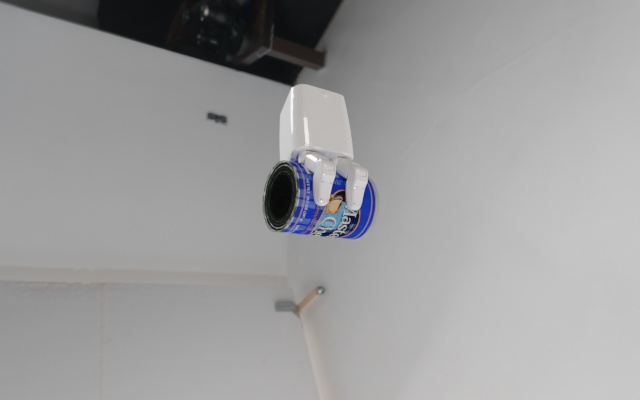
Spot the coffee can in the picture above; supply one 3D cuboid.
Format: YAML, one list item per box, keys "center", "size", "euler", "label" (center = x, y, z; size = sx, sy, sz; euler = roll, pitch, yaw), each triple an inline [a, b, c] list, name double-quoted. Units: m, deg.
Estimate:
- center: [0.000, 0.003, 0.702]
  size: [0.140, 0.103, 0.103]
  euler: [8, -4, -33]
  label: "coffee can"
